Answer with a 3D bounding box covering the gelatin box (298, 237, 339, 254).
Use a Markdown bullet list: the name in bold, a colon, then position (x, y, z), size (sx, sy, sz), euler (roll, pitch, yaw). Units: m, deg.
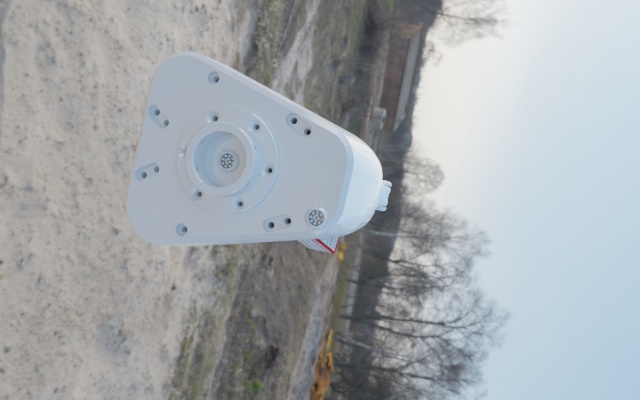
- **gelatin box**: position (0.001, 0.001, 0.403), size (0.030, 0.073, 0.089), euler (12, -11, 16)
